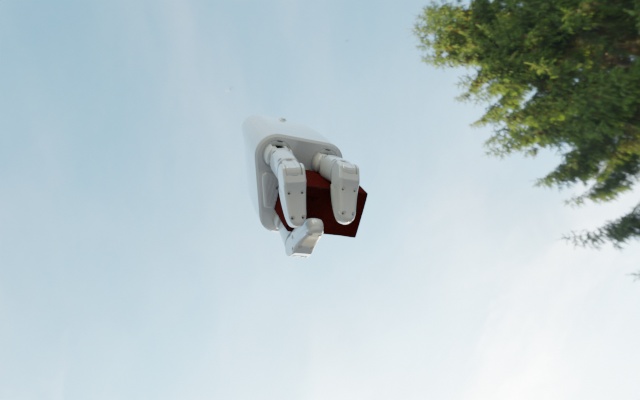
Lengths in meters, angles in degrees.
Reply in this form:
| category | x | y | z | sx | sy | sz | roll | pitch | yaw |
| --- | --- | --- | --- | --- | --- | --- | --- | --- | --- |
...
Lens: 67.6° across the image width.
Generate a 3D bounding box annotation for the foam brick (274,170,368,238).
| category | x | y | z | sx | sy | sz | roll | pitch | yaw |
| --- | --- | --- | --- | --- | --- | --- | --- | --- | --- |
| foam brick | 0.000 | 0.002 | 0.496 | 0.078 | 0.053 | 0.051 | 8 | 21 | -23 |
